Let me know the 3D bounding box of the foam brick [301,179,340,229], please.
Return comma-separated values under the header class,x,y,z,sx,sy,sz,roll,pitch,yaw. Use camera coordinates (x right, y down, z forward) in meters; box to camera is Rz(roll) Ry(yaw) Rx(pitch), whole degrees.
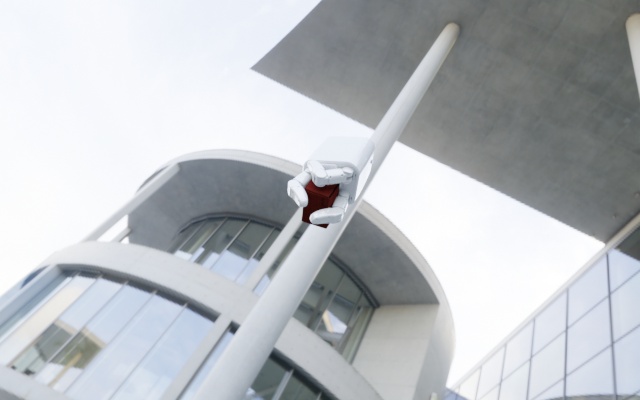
class,x,y,z,sx,sy,sz,roll,pitch,yaw
foam brick,0.000,0.003,0.881,0.053,0.078,0.051,19,42,14
